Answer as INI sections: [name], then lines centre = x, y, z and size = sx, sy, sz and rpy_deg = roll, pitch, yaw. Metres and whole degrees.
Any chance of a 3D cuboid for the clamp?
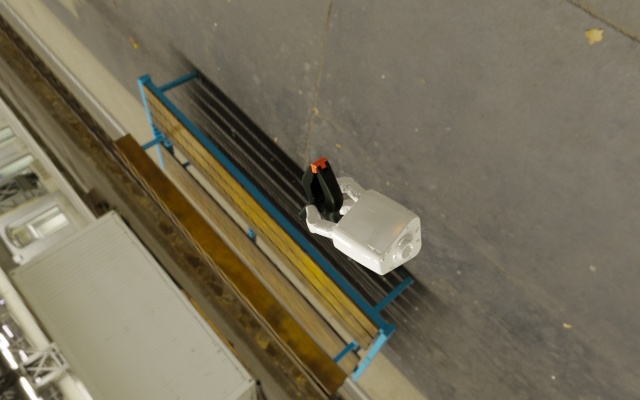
[clamp]
centre = 0.000, 0.003, 0.888
size = 0.036, 0.210, 0.164
rpy_deg = -35, 45, -25
